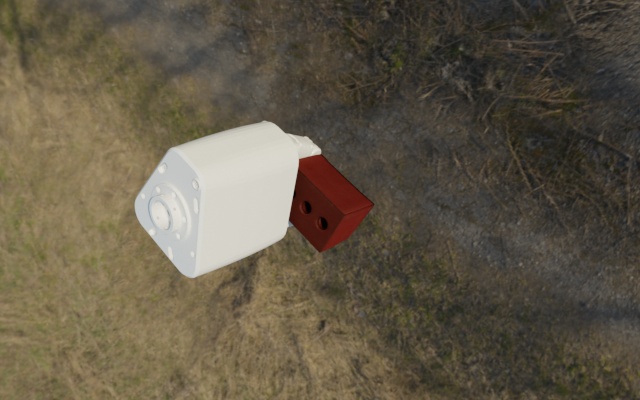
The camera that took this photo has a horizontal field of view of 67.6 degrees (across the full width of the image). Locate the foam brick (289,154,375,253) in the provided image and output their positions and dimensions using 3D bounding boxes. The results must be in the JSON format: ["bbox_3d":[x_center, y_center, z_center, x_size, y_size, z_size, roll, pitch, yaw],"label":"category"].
[{"bbox_3d":[0.000,0.002,0.462,0.078,0.053,0.051,44,34,18],"label":"foam brick"}]
